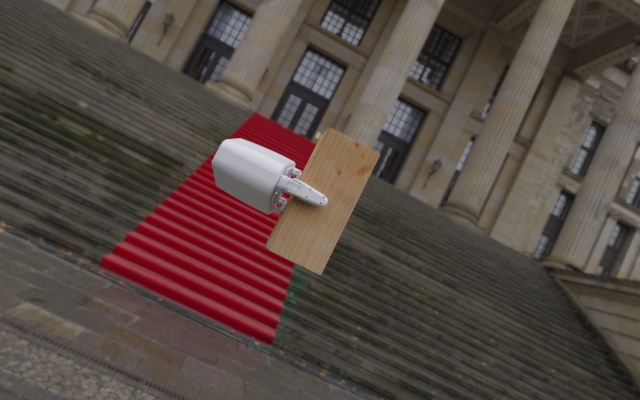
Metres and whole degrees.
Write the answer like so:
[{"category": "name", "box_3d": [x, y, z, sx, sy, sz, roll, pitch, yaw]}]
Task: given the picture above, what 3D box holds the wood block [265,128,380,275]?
[{"category": "wood block", "box_3d": [0.000, 0.002, 0.753, 0.090, 0.206, 0.091, 27, -6, -8]}]
